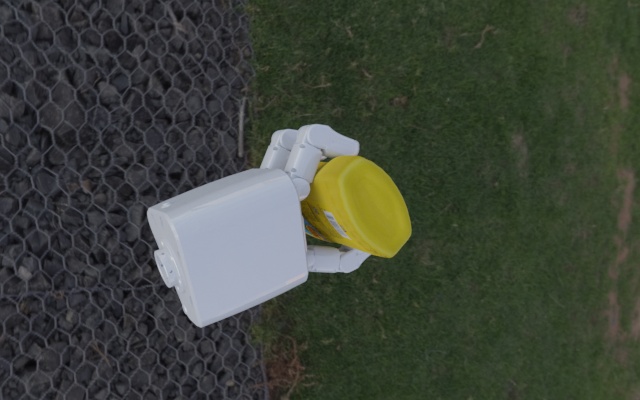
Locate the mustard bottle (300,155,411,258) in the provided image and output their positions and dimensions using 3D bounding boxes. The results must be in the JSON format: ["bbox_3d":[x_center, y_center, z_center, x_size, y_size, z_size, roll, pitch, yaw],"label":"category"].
[{"bbox_3d":[0.000,0.001,0.482,0.058,0.096,0.191,-47,25,-20],"label":"mustard bottle"}]
